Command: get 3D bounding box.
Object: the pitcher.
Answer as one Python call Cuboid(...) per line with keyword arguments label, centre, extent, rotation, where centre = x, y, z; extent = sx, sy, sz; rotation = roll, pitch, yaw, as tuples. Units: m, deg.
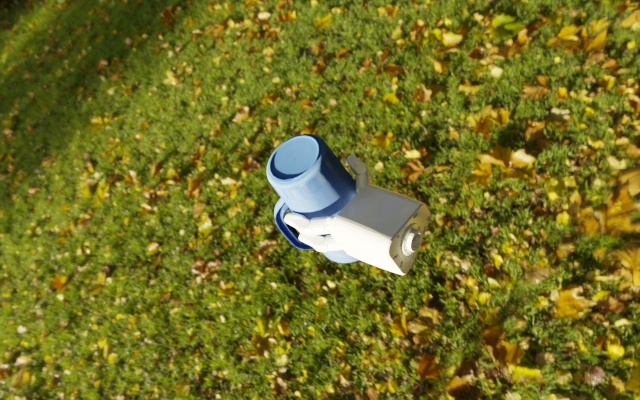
Cuboid(label="pitcher", centre=(0.000, 0.003, 0.832), extent=(0.145, 0.149, 0.243), rotation=(22, -20, 39))
